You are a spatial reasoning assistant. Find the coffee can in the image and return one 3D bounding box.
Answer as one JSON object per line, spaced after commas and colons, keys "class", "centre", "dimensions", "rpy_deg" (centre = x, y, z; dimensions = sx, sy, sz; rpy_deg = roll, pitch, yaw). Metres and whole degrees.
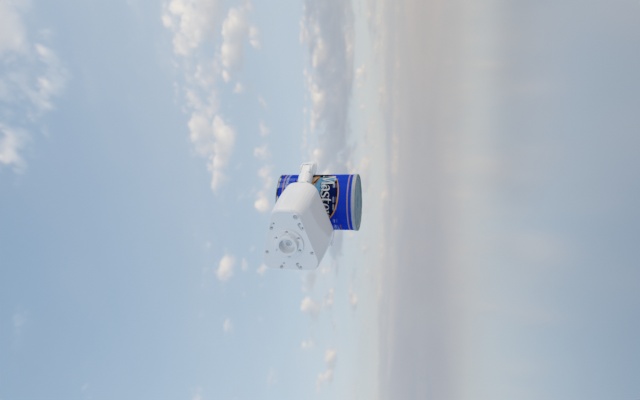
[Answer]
{"class": "coffee can", "centre": [0.000, 0.003, 0.867], "dimensions": [0.140, 0.103, 0.103], "rpy_deg": [0, 0, 12]}
